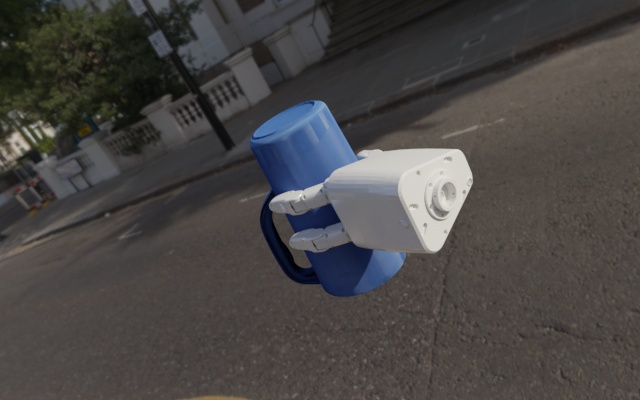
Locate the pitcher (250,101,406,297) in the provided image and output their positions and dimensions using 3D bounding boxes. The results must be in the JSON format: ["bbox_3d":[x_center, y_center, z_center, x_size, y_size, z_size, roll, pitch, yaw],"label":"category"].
[{"bbox_3d":[0.000,0.002,0.634,0.149,0.243,0.145,-41,25,-27],"label":"pitcher"}]
